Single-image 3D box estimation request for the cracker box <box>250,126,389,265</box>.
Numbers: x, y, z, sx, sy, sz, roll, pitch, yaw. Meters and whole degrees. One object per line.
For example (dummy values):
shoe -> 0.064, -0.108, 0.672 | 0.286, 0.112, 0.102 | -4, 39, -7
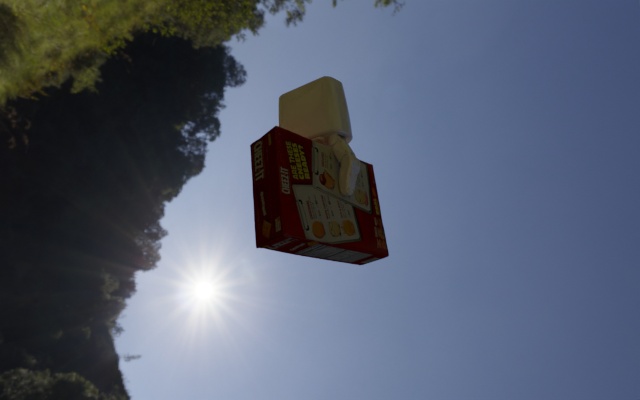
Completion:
cracker box -> 0.000, 0.002, 0.717 | 0.214, 0.164, 0.072 | 15, -32, -42
